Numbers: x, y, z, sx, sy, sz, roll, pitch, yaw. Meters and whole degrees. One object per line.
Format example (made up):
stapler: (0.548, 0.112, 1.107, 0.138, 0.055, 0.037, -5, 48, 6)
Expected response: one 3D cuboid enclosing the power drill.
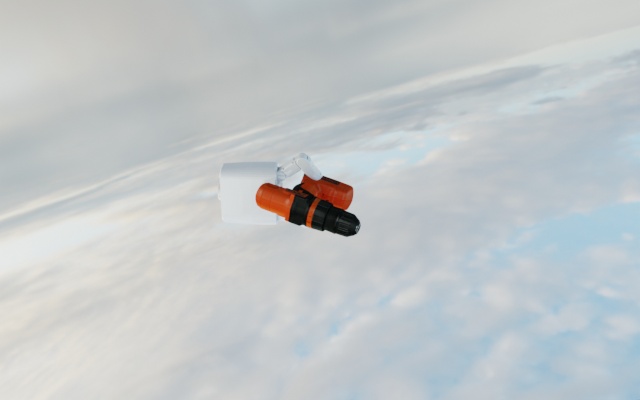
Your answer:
power drill: (0.000, 0.003, 0.850, 0.184, 0.057, 0.187, 21, 15, 14)
